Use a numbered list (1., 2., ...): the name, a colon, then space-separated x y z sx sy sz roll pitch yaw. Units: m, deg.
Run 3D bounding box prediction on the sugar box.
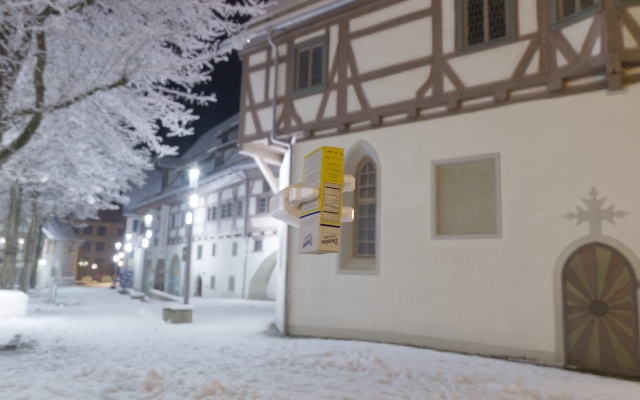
1. sugar box: 0.001 0.003 0.815 0.048 0.176 0.093 5 -10 -23
